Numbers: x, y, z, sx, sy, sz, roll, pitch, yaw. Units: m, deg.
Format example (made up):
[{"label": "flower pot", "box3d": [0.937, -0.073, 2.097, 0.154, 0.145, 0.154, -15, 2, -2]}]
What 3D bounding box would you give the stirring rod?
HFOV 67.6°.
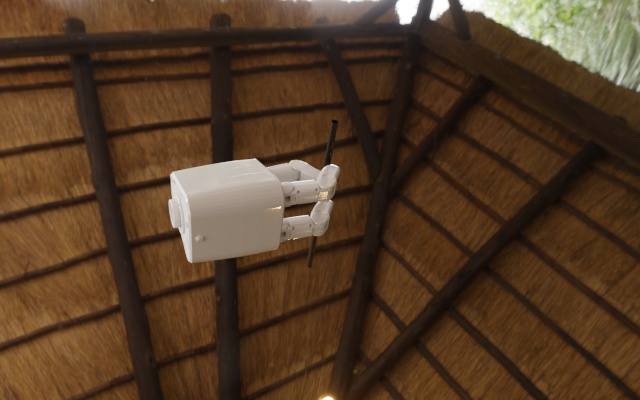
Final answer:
[{"label": "stirring rod", "box3d": [0.000, 0.002, 0.630, 0.011, 0.240, 0.011, 6, 38, -5]}]
